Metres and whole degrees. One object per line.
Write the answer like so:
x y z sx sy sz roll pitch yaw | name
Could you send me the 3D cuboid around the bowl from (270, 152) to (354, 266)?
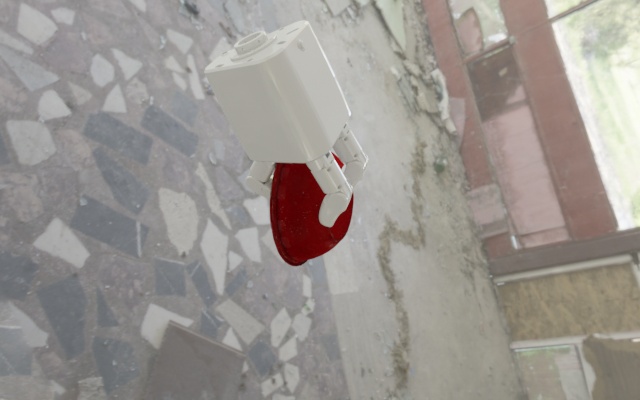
0.001 0.003 0.579 0.055 0.162 0.162 4 1 22 | bowl
